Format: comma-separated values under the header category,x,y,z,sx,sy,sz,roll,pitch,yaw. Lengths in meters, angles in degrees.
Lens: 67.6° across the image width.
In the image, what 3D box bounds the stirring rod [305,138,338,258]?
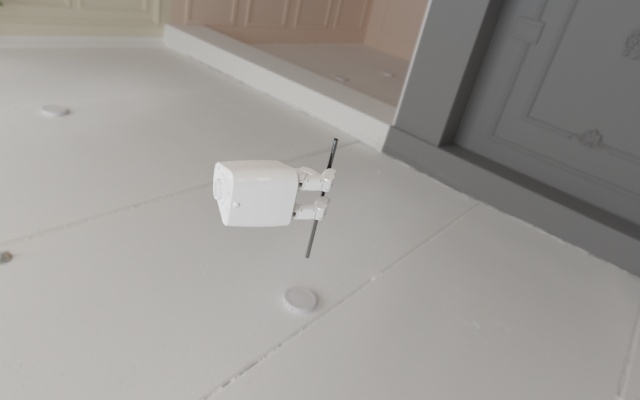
category,x,y,z,sx,sy,sz,roll,pitch,yaw
stirring rod,0.000,0.003,0.840,0.011,0.240,0.011,11,28,-6
